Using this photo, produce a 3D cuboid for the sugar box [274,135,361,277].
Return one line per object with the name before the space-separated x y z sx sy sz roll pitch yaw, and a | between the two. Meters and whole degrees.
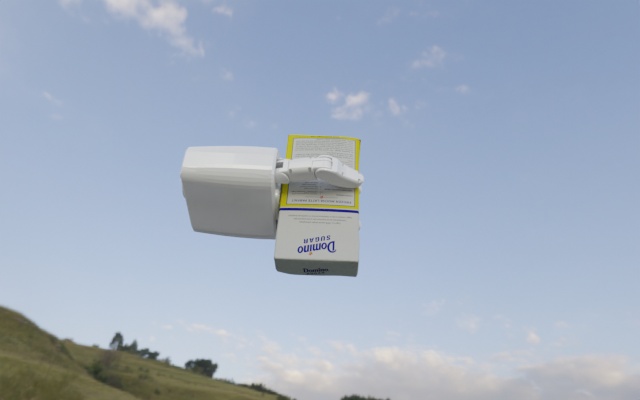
sugar box | 0.000 0.002 0.565 0.093 0.176 0.048 3 -32 3
